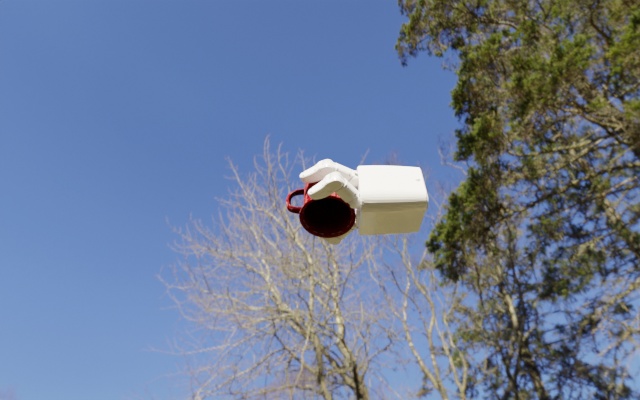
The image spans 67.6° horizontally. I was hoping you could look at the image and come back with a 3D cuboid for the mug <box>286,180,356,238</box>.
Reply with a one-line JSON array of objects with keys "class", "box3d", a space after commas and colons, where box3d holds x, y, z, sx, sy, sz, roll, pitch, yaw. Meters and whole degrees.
[{"class": "mug", "box3d": [-0.001, 0.003, 0.810, 0.117, 0.093, 0.081, 0, 40, 1]}]
